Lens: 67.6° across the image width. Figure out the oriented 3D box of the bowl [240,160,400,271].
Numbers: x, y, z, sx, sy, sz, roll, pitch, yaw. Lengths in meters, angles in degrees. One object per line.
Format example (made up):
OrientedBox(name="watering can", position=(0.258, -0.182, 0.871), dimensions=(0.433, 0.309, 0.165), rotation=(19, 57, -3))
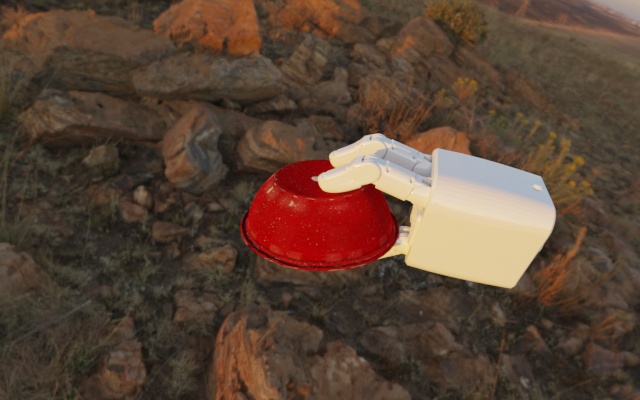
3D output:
OrientedBox(name="bowl", position=(-0.001, 0.001, 0.476), dimensions=(0.162, 0.055, 0.162), rotation=(1, 28, 0))
